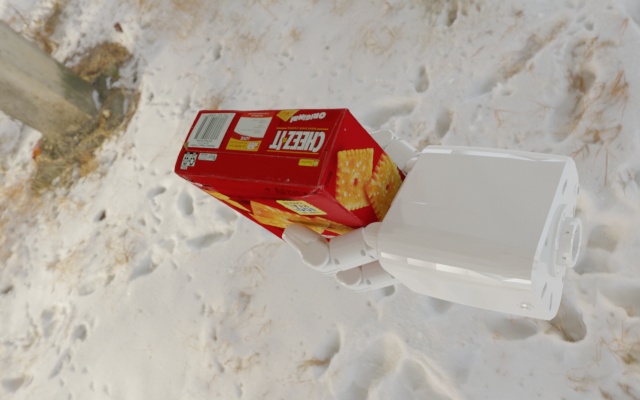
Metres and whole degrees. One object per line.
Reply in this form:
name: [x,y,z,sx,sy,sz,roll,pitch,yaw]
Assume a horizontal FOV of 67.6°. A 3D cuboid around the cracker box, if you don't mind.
cracker box: [0.000,0.001,0.439,0.164,0.072,0.214,7,-21,37]
